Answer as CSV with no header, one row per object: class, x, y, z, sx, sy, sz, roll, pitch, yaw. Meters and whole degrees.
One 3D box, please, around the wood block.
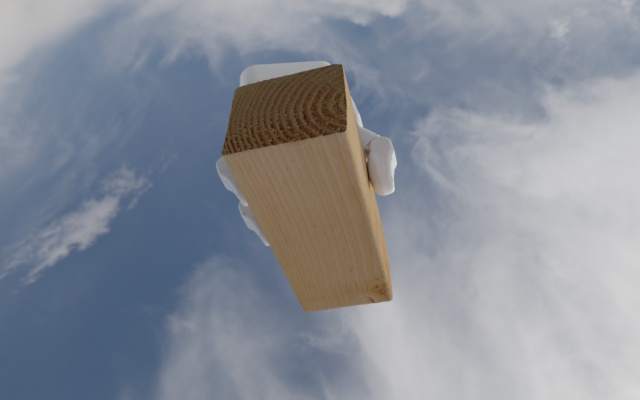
wood block,0.000,0.001,0.418,0.091,0.090,0.206,-11,-46,10
